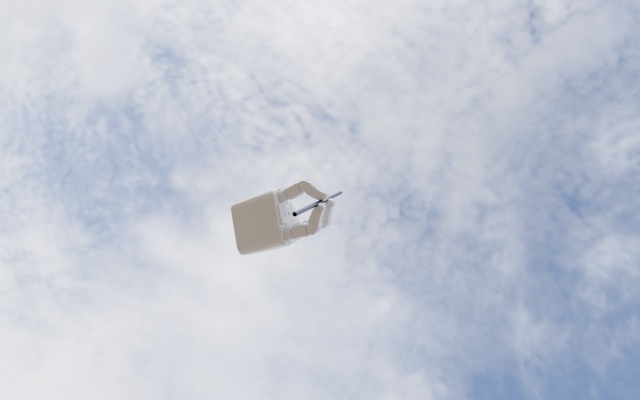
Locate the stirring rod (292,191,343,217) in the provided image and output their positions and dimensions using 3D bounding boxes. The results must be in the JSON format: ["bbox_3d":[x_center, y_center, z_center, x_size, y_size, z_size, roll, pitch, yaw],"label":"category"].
[{"bbox_3d":[0.000,0.003,0.880,0.011,0.011,0.239,0,9,21],"label":"stirring rod"}]
